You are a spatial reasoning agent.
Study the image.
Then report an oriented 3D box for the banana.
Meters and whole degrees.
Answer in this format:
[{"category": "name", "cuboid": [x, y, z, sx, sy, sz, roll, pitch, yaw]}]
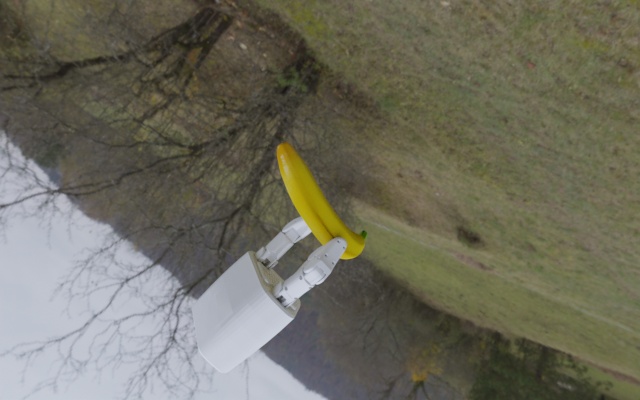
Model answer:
[{"category": "banana", "cuboid": [0.004, 0.017, 0.569, 0.037, 0.069, 0.198, -27, -49, 16]}]
